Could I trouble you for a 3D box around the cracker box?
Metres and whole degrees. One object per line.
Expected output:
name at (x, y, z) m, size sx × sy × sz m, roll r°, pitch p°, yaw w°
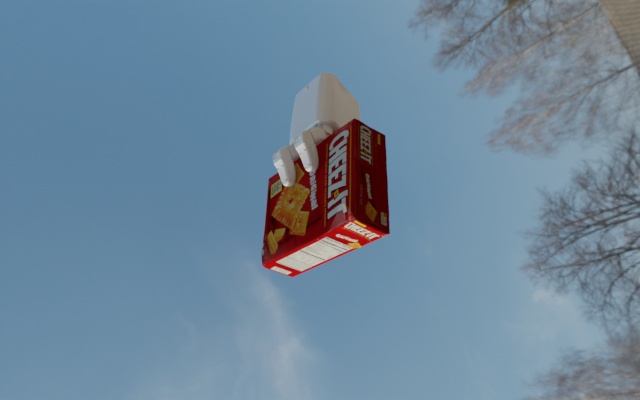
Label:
cracker box at (0.000, 0.002, 0.708) m, size 0.072 × 0.164 × 0.214 m, roll 23°, pitch -36°, yaw -32°
